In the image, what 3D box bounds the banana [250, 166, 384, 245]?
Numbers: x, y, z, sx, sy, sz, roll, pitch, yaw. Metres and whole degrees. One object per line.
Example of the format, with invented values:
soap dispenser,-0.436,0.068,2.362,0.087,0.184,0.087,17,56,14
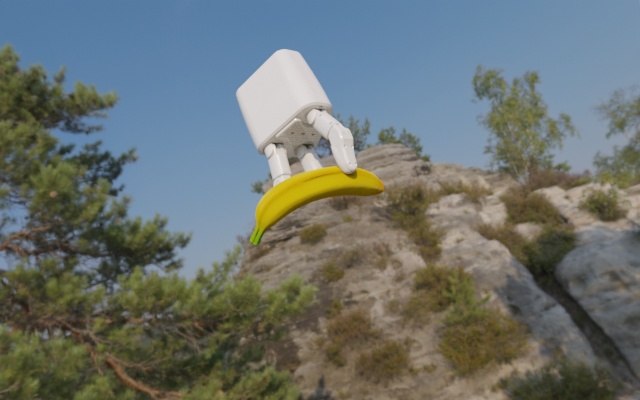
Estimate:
banana,-0.002,-0.010,0.592,0.198,0.070,0.037,-20,52,-22
